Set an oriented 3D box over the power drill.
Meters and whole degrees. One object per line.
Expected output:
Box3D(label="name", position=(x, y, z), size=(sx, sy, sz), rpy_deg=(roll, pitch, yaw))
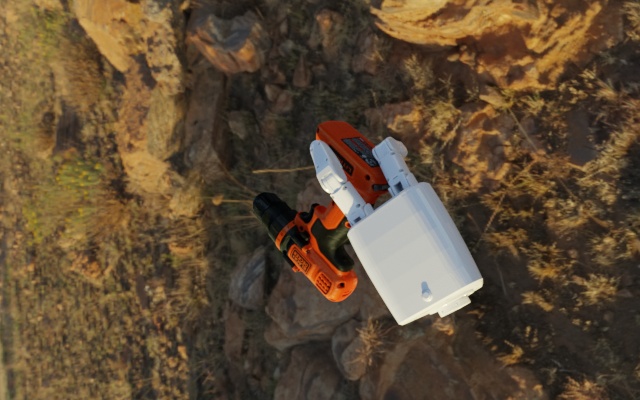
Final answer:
Box3D(label="power drill", position=(0.000, 0.002, 0.574), size=(0.057, 0.188, 0.184), rpy_deg=(-18, 53, -46))
